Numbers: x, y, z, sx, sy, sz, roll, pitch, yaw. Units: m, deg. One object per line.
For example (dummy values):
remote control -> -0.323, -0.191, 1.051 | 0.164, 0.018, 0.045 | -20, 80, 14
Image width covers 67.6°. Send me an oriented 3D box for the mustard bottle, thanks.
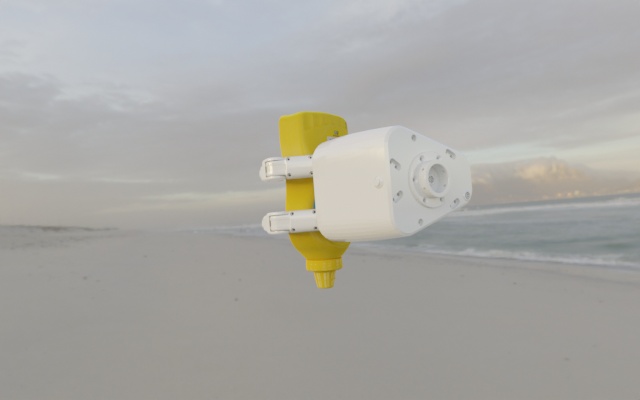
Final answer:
mustard bottle -> 0.000, 0.002, 0.535 | 0.058, 0.191, 0.096 | -5, -2, 33
